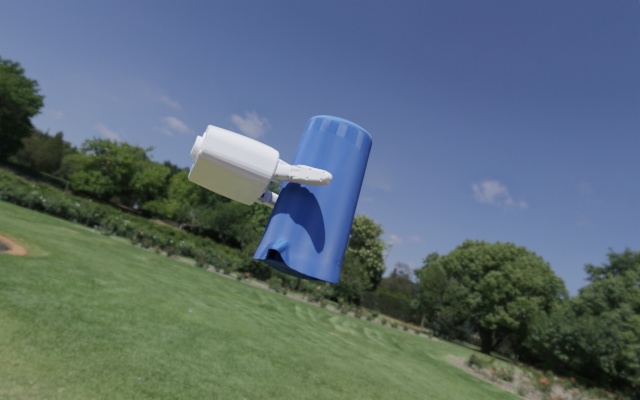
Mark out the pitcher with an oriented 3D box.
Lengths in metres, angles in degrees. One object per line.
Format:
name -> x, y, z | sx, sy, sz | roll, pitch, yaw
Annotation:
pitcher -> 0.000, 0.002, 0.742 | 0.145, 0.243, 0.149 | 21, -10, -17
